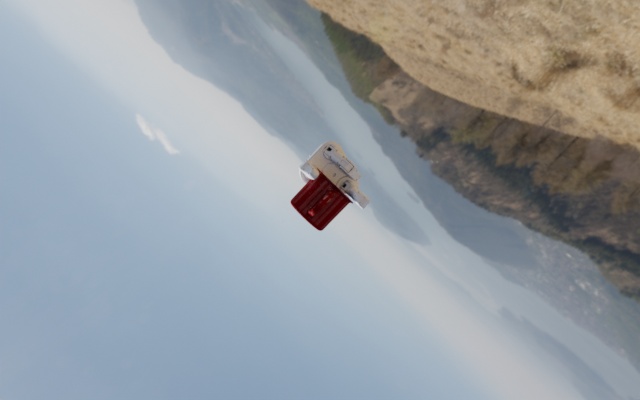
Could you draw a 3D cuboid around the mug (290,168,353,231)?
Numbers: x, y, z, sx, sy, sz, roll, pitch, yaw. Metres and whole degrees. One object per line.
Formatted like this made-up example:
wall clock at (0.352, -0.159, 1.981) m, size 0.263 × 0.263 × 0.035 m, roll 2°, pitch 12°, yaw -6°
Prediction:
mug at (0.000, 0.003, 0.867) m, size 0.093 × 0.081 × 0.117 m, roll 44°, pitch 2°, yaw -8°
